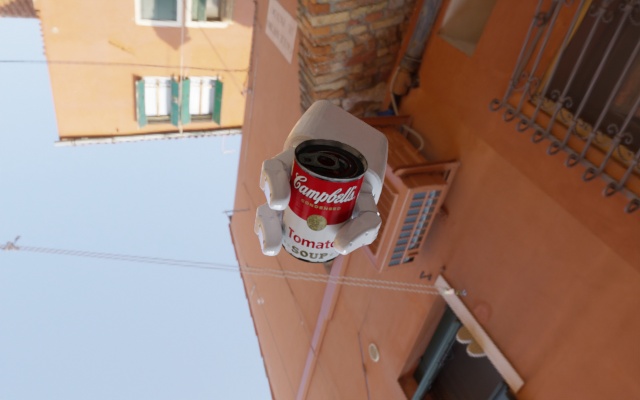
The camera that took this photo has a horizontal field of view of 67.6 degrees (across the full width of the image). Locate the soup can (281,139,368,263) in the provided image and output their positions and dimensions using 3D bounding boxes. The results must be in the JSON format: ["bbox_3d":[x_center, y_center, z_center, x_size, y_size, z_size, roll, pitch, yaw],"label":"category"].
[{"bbox_3d":[0.000,0.002,0.458,0.068,0.102,0.068,9,36,-6],"label":"soup can"}]
